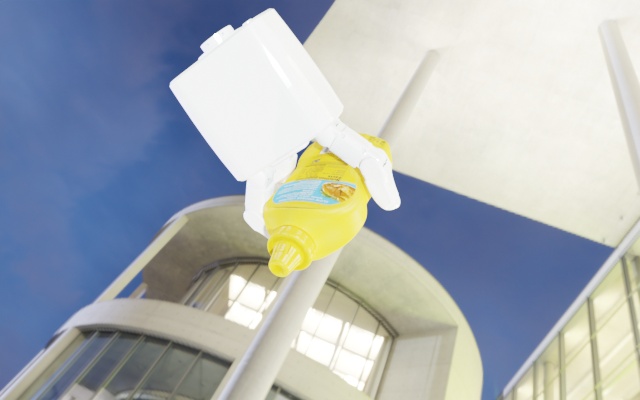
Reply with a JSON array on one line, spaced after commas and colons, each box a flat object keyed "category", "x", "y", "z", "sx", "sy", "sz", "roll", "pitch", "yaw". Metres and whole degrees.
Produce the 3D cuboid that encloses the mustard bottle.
[{"category": "mustard bottle", "x": 0.000, "y": 0.002, "z": 0.456, "sx": 0.096, "sy": 0.058, "sz": 0.191, "roll": 3, "pitch": 35, "yaw": 24}]
